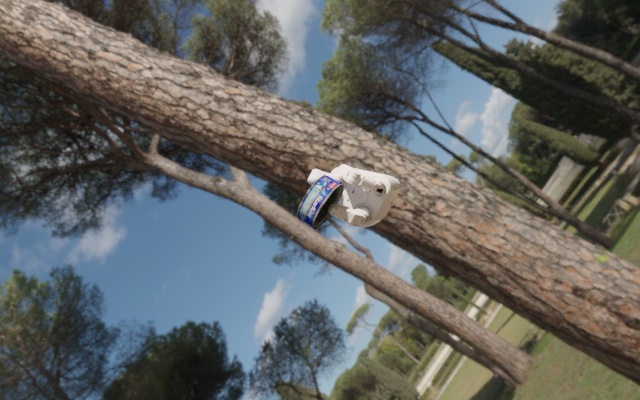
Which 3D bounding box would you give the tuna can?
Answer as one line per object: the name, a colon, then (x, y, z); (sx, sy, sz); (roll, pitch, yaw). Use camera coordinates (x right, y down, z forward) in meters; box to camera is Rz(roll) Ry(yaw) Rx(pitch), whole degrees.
tuna can: (0.000, 0.002, 0.767); (0.033, 0.086, 0.086); (33, 9, 14)
